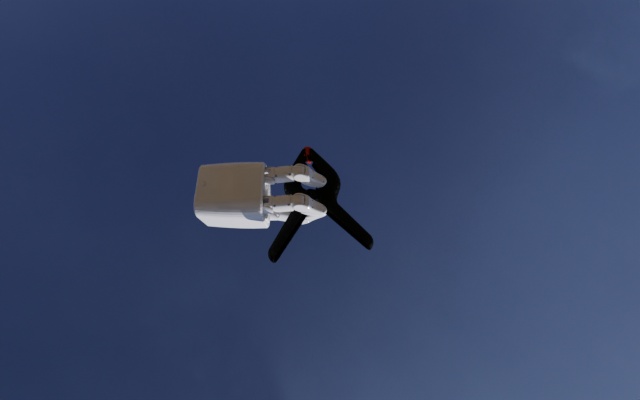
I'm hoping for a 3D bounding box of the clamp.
[{"bbox_3d":[0.000,0.003,0.787,0.164,0.209,0.036,-1,-30,1],"label":"clamp"}]
